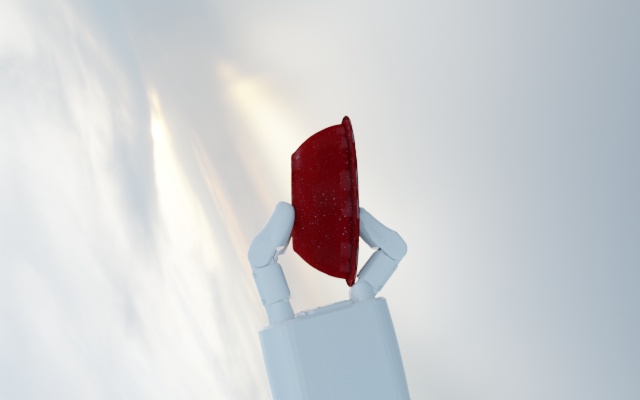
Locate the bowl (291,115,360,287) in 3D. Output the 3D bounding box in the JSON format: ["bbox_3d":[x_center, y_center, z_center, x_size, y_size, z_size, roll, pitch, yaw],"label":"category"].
[{"bbox_3d":[0.000,0.000,0.452,0.055,0.162,0.162,-1,0,-3],"label":"bowl"}]
